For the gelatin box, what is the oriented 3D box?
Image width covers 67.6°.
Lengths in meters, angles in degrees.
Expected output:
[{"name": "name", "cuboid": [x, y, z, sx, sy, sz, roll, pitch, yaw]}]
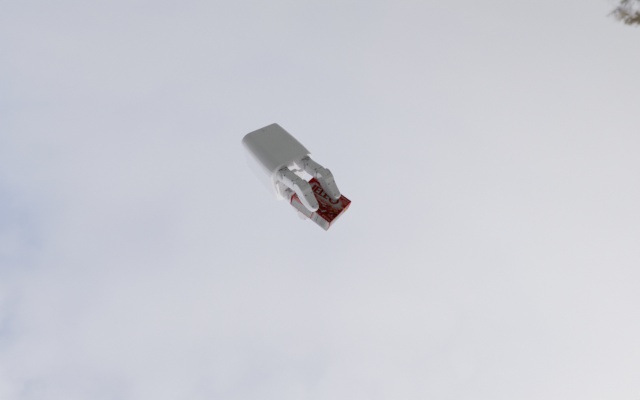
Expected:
[{"name": "gelatin box", "cuboid": [0.000, 0.003, 0.880, 0.089, 0.030, 0.073, 37, 50, 13]}]
